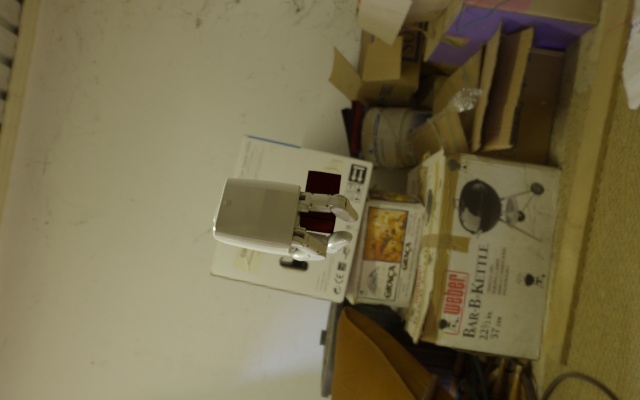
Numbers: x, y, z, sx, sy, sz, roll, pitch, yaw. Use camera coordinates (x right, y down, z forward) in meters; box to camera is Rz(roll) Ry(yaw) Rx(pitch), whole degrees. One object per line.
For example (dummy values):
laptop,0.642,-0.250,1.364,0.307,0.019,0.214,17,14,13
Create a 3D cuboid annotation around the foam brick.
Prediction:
foam brick,0.000,0.002,0.707,0.051,0.078,0.053,8,-27,1
